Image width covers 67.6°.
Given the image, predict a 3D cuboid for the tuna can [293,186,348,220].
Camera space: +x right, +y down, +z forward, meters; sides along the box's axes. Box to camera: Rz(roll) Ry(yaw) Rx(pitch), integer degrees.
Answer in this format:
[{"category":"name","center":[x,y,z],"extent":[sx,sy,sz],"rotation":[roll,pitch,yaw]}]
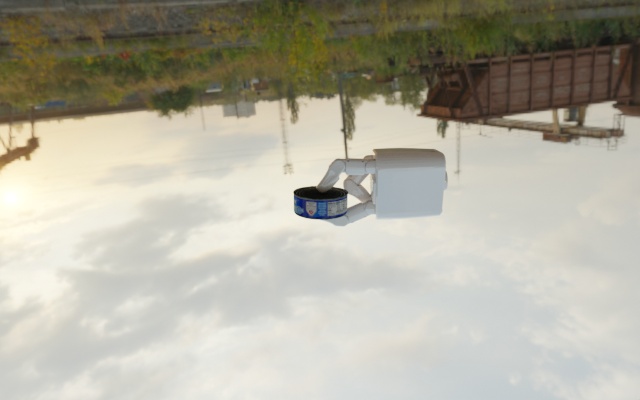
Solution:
[{"category":"tuna can","center":[0.000,0.003,0.745],"extent":[0.086,0.034,0.086],"rotation":[1,15,0]}]
